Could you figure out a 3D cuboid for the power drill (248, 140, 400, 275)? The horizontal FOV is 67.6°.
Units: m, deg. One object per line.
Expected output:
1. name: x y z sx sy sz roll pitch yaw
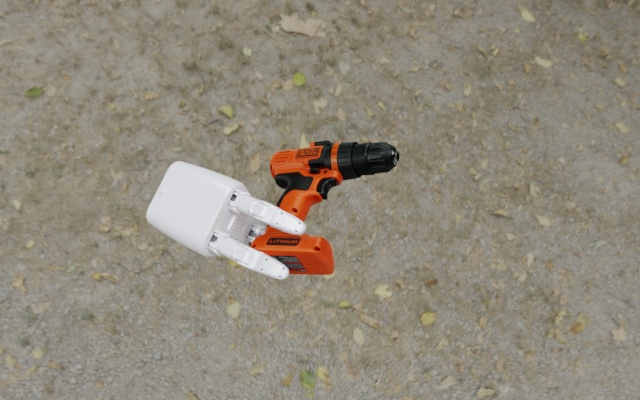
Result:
1. power drill: 0.000 0.002 0.607 0.184 0.187 0.057 -4 -41 28
